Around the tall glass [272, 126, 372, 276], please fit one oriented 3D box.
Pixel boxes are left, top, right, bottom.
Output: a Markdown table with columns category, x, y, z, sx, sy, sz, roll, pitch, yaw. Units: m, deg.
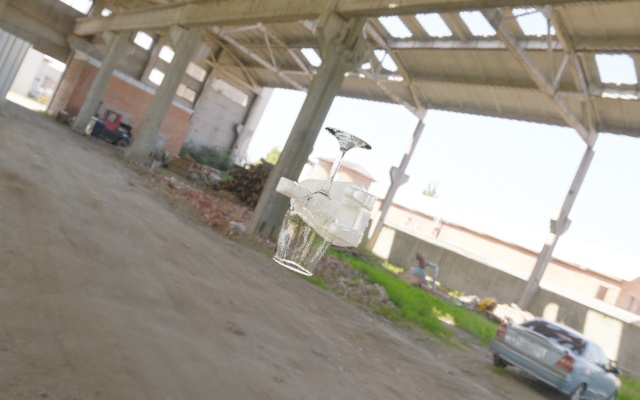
| category | x | y | z | sx | sy | sz | roll | pitch | yaw |
| --- | --- | --- | --- | --- | --- | --- | --- | --- | --- |
| tall glass | 0.000 | 0.002 | 0.676 | 0.079 | 0.201 | 0.079 | 24 | -2 | 1 |
